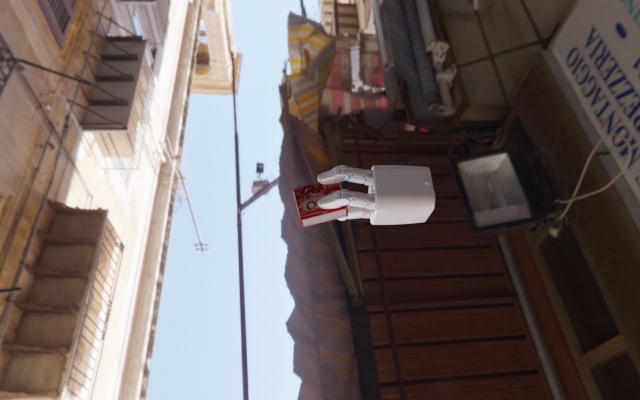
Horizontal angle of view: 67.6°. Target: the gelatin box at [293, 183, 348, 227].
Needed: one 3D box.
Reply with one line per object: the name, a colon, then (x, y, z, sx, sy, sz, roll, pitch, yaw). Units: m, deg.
gelatin box: (0.000, 0.003, 0.883, 0.089, 0.073, 0.030, -14, -34, -3)
